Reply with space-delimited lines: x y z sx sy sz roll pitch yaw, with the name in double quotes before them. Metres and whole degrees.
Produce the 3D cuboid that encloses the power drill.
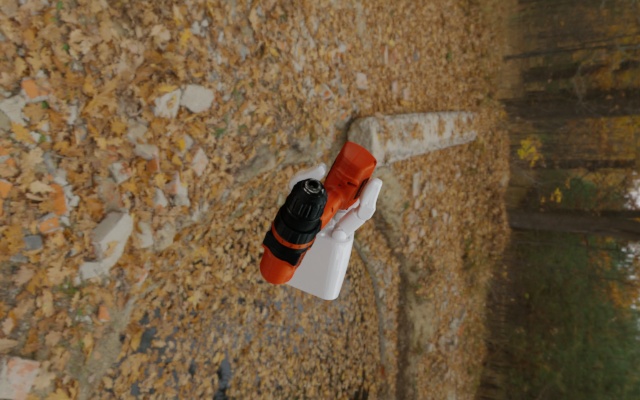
"power drill" 0.000 0.002 0.602 0.187 0.057 0.184 -46 -11 -41
